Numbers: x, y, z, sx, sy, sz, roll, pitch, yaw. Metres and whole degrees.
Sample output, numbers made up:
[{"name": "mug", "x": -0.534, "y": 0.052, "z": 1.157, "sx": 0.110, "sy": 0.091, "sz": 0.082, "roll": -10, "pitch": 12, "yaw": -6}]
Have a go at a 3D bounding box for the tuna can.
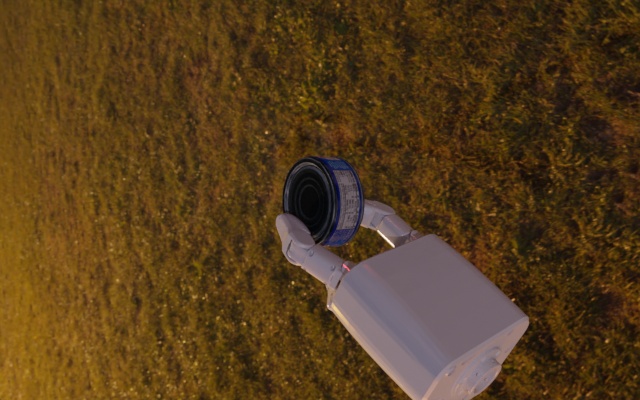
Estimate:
[{"name": "tuna can", "x": 0.000, "y": 0.001, "z": 0.444, "sx": 0.034, "sy": 0.086, "sz": 0.086, "roll": -2, "pitch": 1, "yaw": -37}]
